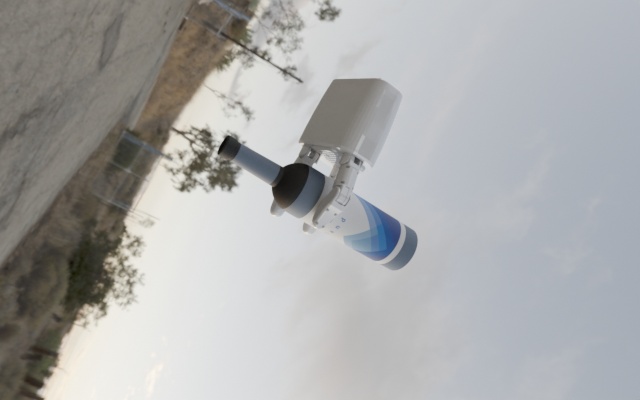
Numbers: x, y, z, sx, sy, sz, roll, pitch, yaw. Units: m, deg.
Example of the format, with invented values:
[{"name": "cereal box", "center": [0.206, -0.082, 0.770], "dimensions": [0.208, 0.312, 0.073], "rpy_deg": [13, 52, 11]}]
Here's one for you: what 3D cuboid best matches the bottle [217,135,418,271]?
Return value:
[{"name": "bottle", "center": [0.000, 0.002, 0.625], "dimensions": [0.296, 0.069, 0.069], "rpy_deg": [31, -14, -24]}]
